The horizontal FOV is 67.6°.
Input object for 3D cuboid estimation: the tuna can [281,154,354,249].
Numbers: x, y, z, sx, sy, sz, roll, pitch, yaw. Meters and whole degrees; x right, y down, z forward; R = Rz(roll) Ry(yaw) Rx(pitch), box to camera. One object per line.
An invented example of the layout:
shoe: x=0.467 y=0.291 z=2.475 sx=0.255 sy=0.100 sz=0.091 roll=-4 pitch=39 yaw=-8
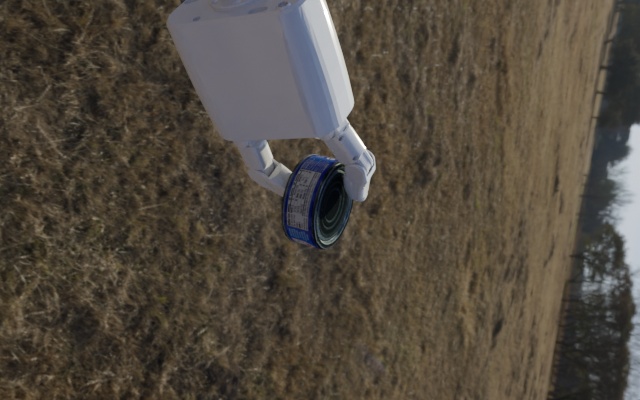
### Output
tuna can: x=0.001 y=0.002 z=0.445 sx=0.034 sy=0.086 sz=0.086 roll=14 pitch=6 yaw=25
